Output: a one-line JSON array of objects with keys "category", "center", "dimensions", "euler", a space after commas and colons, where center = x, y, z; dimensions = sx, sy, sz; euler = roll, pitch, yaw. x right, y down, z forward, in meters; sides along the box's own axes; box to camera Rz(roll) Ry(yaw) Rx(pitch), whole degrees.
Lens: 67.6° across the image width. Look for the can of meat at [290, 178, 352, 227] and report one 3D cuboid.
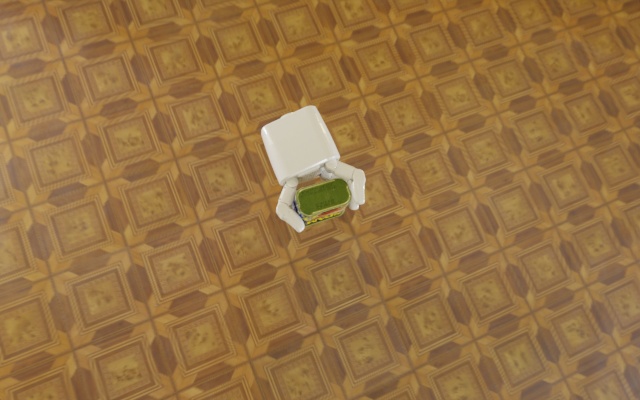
[{"category": "can of meat", "center": [0.000, 0.003, 0.850], "dimensions": [0.102, 0.057, 0.084], "euler": [-17, -11, -12]}]
